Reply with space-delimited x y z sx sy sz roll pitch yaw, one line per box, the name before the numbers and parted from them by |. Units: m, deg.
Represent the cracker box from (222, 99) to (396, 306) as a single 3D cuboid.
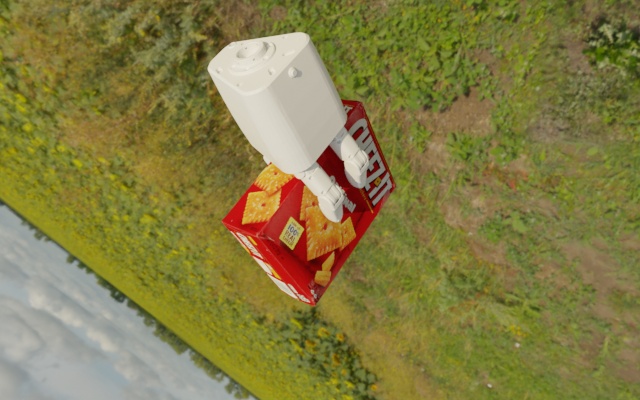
cracker box | 0.000 0.002 0.605 0.072 0.213 0.164 19 -28 38
